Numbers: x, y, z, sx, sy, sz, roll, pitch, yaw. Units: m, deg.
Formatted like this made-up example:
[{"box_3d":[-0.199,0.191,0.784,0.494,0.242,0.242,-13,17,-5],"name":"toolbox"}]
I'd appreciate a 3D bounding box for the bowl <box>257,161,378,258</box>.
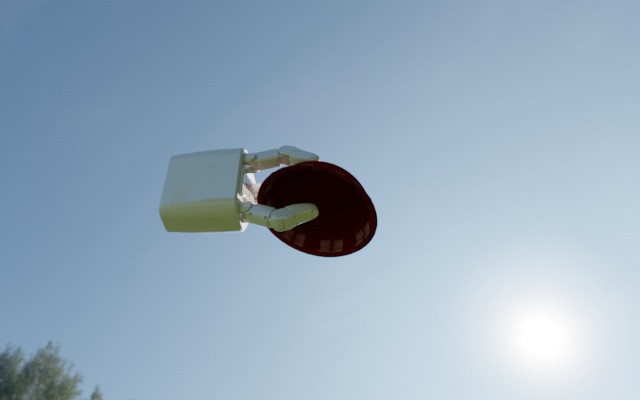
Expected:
[{"box_3d":[0.001,0.002,0.638,0.162,0.162,0.055,0,40,19],"name":"bowl"}]
